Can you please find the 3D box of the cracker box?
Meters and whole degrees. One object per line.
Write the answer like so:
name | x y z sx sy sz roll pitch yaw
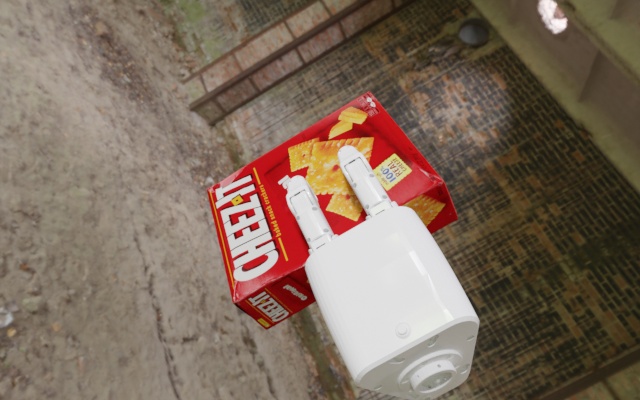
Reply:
cracker box | 0.000 0.002 0.483 0.214 0.164 0.072 -30 -44 5
